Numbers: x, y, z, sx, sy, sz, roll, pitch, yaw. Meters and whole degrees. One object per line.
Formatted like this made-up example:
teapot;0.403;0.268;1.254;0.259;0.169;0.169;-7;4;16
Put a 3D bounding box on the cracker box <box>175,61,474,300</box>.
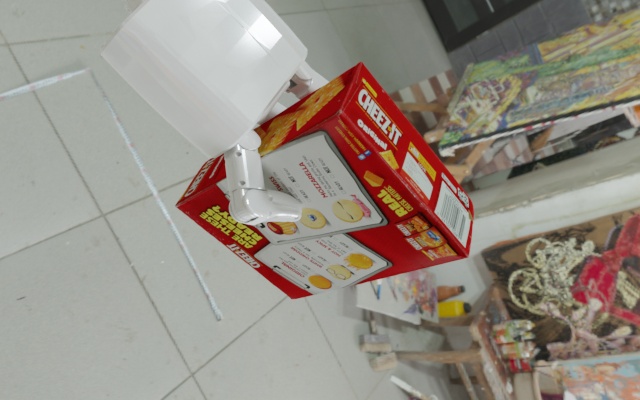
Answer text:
cracker box;0.000;0.001;0.427;0.214;0.072;0.164;-23;-57;41
